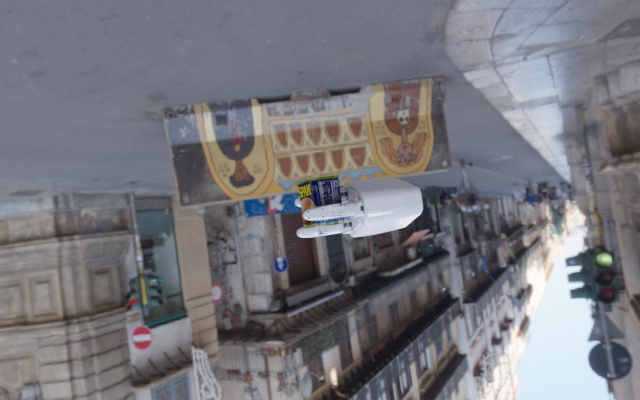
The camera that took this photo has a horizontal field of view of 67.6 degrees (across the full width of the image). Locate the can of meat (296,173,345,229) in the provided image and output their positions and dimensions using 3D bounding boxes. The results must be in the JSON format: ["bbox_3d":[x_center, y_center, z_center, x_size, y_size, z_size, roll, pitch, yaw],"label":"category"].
[{"bbox_3d":[0.000,0.003,0.817,0.057,0.084,0.102,-7,-2,-19],"label":"can of meat"}]
